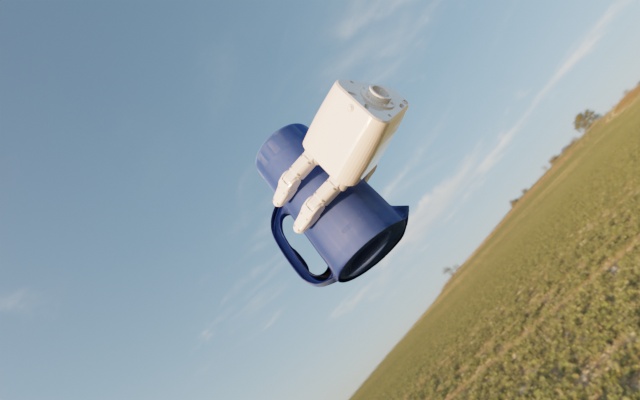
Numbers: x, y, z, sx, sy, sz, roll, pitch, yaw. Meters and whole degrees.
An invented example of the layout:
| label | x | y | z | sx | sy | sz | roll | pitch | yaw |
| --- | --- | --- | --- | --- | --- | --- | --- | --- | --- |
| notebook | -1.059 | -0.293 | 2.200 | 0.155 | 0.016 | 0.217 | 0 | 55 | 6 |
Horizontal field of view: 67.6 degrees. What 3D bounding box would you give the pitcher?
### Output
| label | x | y | z | sx | sy | sz | roll | pitch | yaw |
| --- | --- | --- | --- | --- | --- | --- | --- | --- | --- |
| pitcher | 0.000 | 0.002 | 0.729 | 0.149 | 0.145 | 0.242 | -17 | 57 | -44 |
